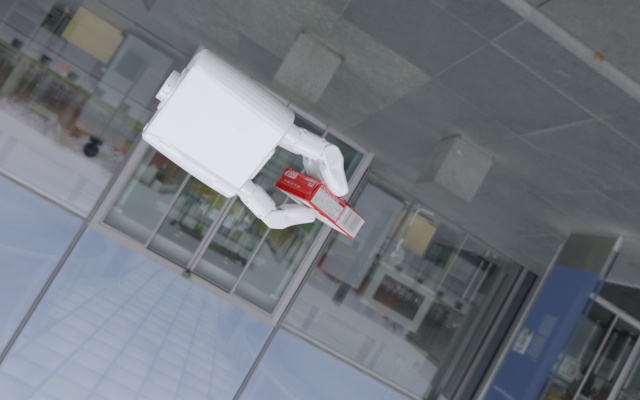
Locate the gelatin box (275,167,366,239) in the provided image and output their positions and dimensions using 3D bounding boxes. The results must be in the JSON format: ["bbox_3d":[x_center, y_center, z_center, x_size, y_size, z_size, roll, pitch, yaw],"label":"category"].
[{"bbox_3d":[0.000,0.002,0.559,0.089,0.030,0.073,40,-9,-37],"label":"gelatin box"}]
